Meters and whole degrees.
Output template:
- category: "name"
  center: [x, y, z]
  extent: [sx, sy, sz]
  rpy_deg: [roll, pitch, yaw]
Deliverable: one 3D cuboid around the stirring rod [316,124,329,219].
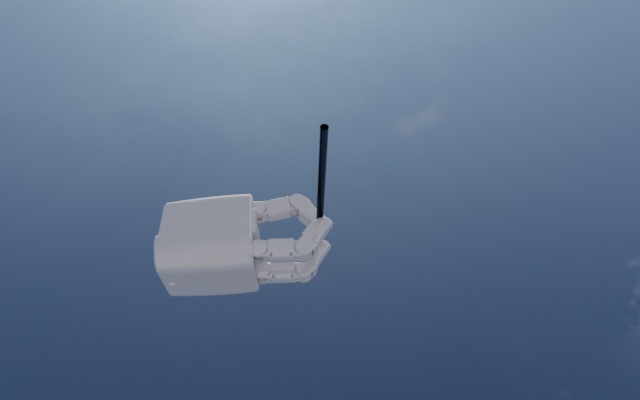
- category: "stirring rod"
  center: [0.000, 0.002, 0.531]
  extent: [0.011, 0.011, 0.240]
  rpy_deg: [0, -35, -2]
